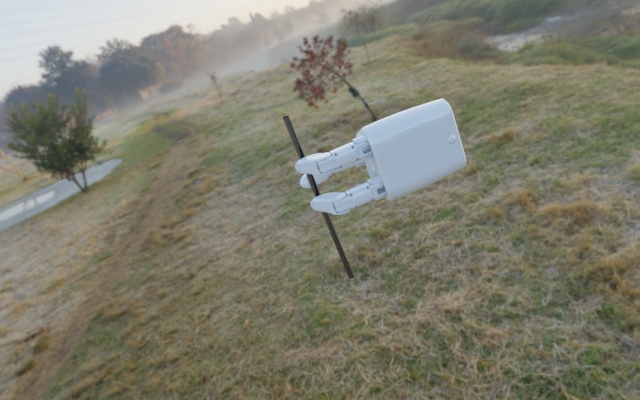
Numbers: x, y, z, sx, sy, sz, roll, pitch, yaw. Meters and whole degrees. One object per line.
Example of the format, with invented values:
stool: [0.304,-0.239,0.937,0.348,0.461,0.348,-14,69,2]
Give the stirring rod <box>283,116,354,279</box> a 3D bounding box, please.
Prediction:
stirring rod: [0.000,0.002,0.627,0.011,0.240,0.011,-20,20,7]
